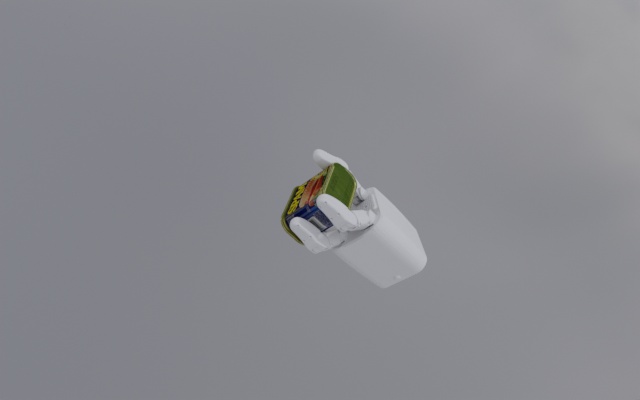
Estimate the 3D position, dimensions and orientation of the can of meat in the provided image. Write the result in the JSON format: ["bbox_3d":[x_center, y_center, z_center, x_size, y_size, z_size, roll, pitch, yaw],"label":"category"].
[{"bbox_3d":[0.000,0.002,0.676,0.084,0.057,0.102,-33,23,34],"label":"can of meat"}]
